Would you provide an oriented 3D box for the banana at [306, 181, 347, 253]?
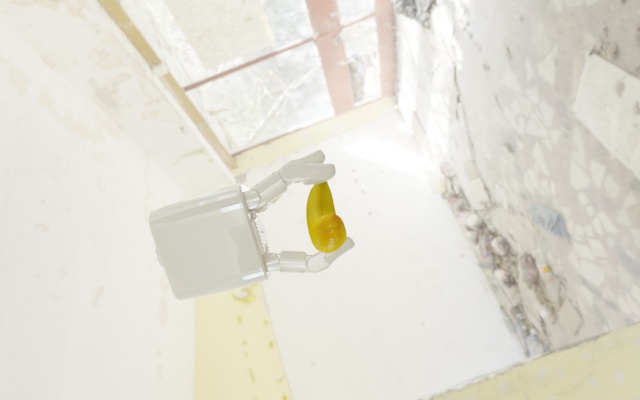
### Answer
[{"bbox_3d":[0.002,0.018,0.520,0.037,0.070,0.197,-9,20,-2],"label":"banana"}]
